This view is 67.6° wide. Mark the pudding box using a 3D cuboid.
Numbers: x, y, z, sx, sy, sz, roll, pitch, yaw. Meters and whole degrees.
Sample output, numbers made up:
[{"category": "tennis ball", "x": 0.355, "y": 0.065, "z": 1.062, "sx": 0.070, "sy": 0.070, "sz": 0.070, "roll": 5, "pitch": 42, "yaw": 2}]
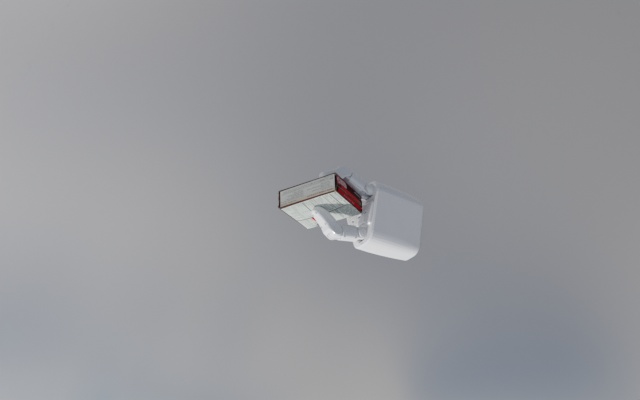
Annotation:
[{"category": "pudding box", "x": 0.000, "y": 0.003, "z": 0.790, "sx": 0.113, "sy": 0.039, "sz": 0.090, "roll": -19, "pitch": -35, "yaw": 25}]
